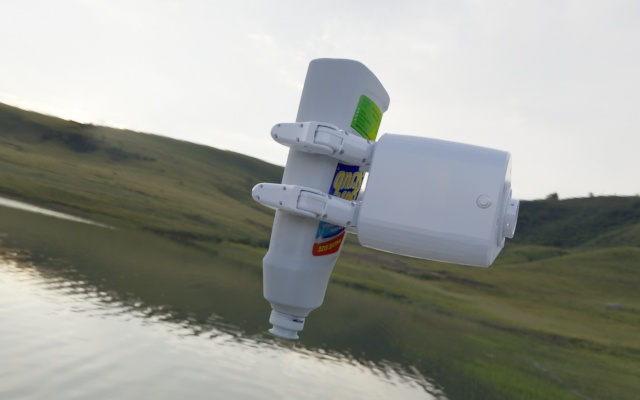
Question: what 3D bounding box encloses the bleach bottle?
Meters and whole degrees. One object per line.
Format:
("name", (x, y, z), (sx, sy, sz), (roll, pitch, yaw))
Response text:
("bleach bottle", (0.000, 0.001, 0.452), (0.068, 0.251, 0.102), (10, -8, 26))
